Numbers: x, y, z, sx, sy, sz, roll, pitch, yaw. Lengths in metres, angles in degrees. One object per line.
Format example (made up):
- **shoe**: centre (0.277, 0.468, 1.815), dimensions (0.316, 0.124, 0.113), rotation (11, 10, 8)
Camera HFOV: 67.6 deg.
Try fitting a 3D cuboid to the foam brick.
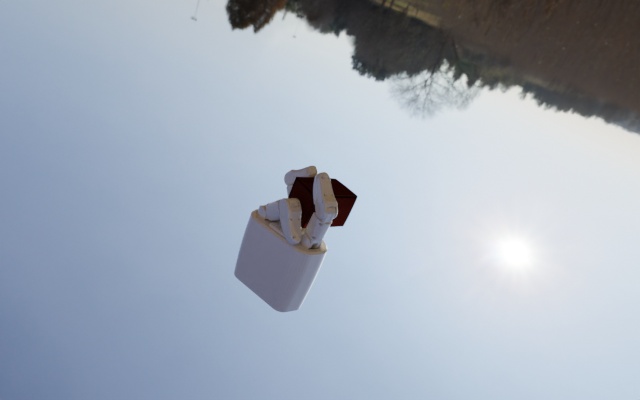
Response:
- **foam brick**: centre (0.000, 0.002, 0.662), dimensions (0.078, 0.051, 0.053), rotation (0, 31, -41)
